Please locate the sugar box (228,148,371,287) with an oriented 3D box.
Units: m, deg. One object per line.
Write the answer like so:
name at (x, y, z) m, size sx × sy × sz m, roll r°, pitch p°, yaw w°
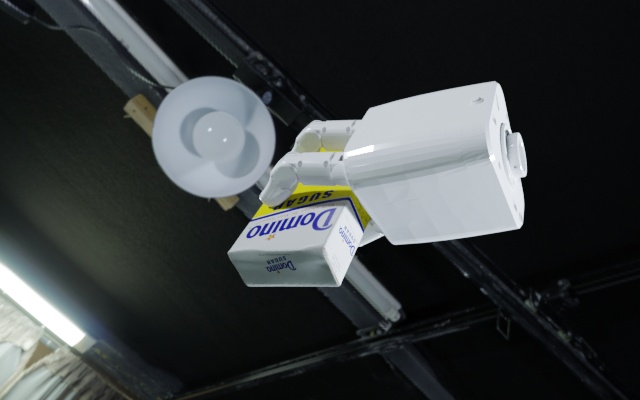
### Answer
sugar box at (0.000, 0.001, 0.434) m, size 0.093 × 0.048 × 0.176 m, roll -6°, pitch 32°, yaw 29°
